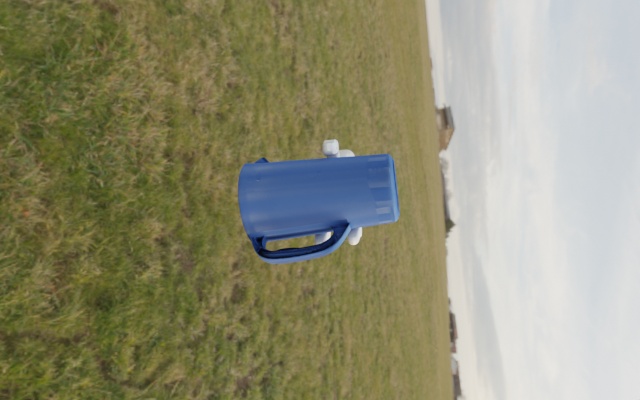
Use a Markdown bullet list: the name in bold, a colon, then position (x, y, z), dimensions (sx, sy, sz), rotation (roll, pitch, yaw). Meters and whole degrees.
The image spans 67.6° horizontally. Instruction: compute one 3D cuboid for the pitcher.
- **pitcher**: position (0.000, 0.002, 0.759), dimensions (0.243, 0.149, 0.145), rotation (-6, 15, 10)
